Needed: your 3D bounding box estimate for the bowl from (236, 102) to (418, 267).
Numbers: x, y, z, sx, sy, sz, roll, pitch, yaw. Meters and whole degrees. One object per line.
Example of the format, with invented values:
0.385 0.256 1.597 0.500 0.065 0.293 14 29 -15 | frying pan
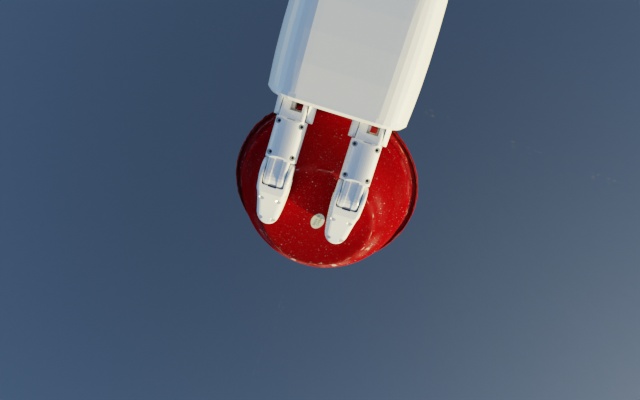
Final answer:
0.000 0.003 0.400 0.162 0.162 0.055 0 31 10 | bowl
